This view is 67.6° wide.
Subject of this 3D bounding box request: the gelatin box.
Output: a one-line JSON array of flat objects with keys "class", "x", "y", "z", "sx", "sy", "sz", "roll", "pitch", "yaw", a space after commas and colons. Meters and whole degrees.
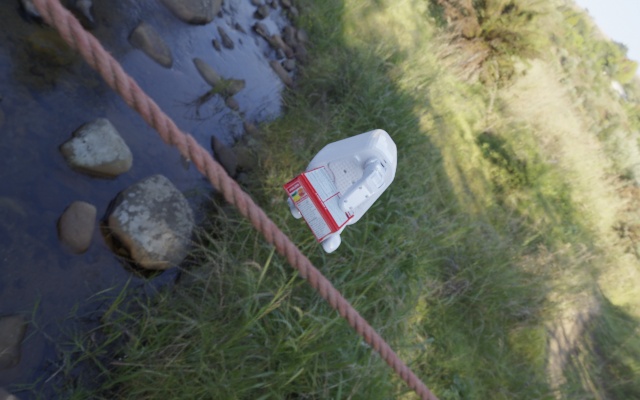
[{"class": "gelatin box", "x": 0.000, "y": 0.002, "z": 0.545, "sx": 0.030, "sy": 0.073, "sz": 0.089, "roll": -33, "pitch": 0, "yaw": 18}]
